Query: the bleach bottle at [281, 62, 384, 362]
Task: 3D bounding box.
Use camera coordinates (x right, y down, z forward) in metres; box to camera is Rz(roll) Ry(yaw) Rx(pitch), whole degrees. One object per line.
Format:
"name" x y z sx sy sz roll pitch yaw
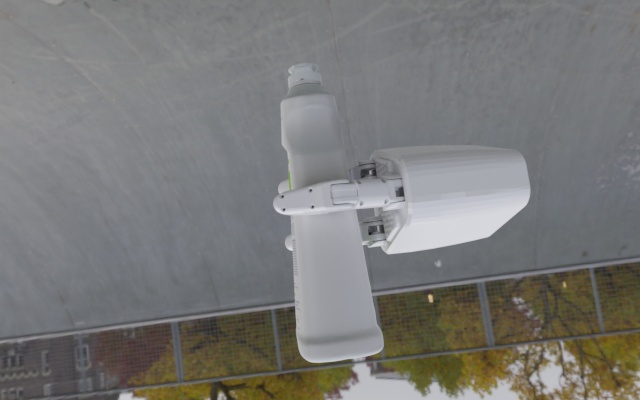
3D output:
"bleach bottle" 0.000 0.001 0.417 0.068 0.251 0.102 -6 -6 -7
